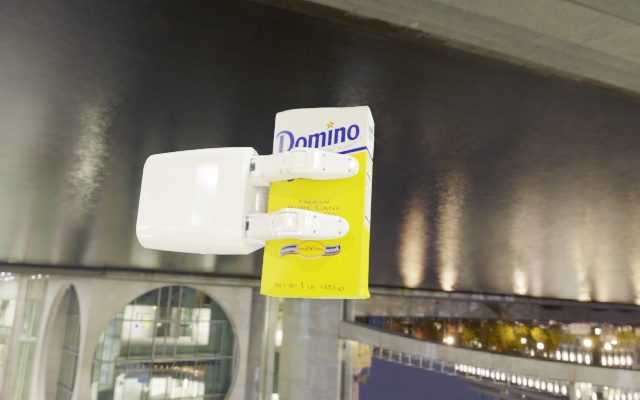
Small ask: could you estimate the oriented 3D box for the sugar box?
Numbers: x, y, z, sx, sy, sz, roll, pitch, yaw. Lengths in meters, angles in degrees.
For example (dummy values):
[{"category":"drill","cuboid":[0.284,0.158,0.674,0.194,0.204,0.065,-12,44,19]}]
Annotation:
[{"category":"sugar box","cuboid":[0.000,0.001,0.445,0.093,0.176,0.048,-1,-12,14]}]
